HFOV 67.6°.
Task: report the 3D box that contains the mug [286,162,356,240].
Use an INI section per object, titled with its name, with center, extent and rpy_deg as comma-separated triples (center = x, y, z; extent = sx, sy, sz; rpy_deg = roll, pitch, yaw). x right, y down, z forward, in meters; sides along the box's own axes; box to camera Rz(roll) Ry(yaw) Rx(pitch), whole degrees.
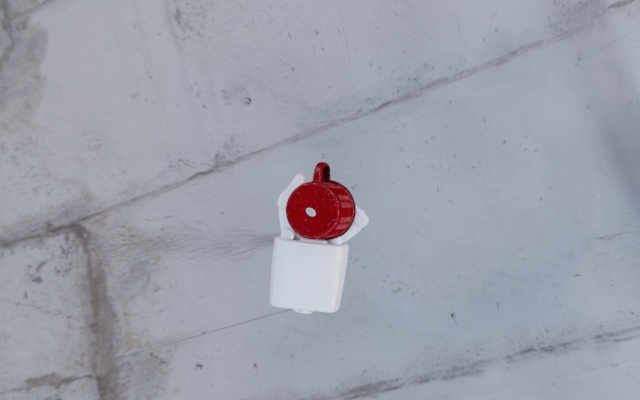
[mug]
center = 0.000, 0.001, 0.697
extent = 0.093, 0.117, 0.081
rpy_deg = 7, 2, 15
